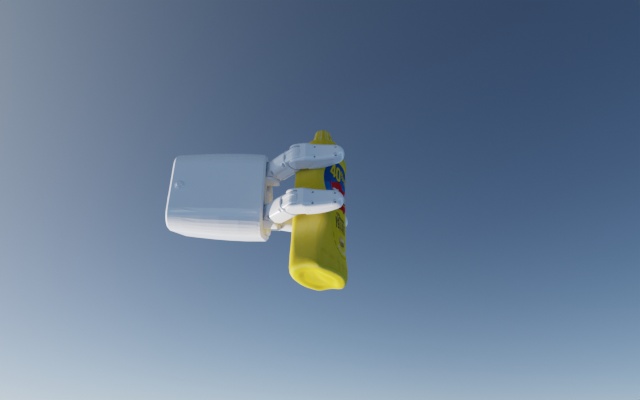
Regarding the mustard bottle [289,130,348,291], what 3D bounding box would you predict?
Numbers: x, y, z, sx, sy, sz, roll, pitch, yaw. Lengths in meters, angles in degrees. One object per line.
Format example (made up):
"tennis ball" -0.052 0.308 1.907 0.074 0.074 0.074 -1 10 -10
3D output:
"mustard bottle" 0.000 0.002 0.561 0.058 0.191 0.096 -9 -28 19
